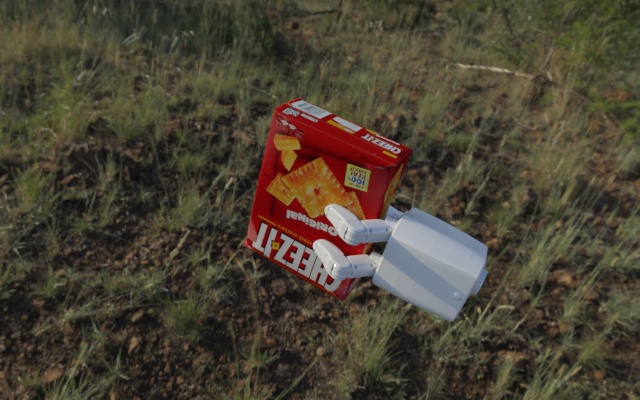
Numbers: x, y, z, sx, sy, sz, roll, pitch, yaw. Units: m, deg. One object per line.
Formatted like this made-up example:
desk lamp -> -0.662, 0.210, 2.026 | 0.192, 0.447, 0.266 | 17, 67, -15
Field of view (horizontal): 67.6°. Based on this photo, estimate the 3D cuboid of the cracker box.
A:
cracker box -> 0.000, 0.002, 0.612 | 0.164, 0.214, 0.072 | 27, 32, 16
